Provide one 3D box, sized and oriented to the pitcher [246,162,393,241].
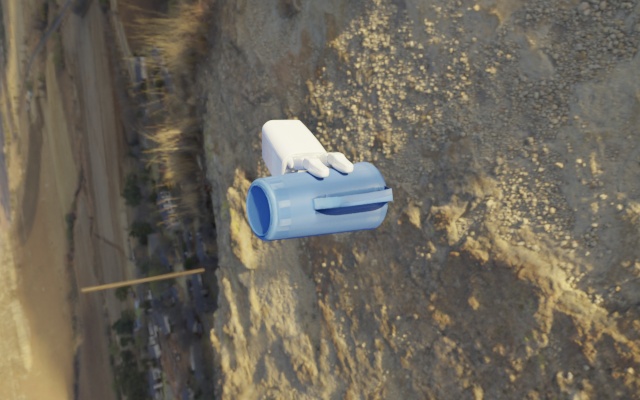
[{"bbox_3d":[0.000,0.003,0.860,0.243,0.149,0.145,-8,49,-34],"label":"pitcher"}]
